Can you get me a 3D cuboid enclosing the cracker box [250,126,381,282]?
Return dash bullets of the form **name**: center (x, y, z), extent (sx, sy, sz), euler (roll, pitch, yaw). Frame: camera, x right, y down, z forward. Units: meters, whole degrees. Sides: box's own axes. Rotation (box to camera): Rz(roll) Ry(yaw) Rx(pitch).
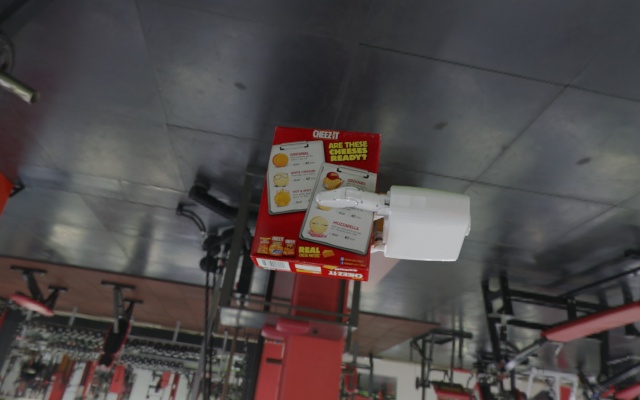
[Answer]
- **cracker box**: center (0.000, 0.002, 0.706), extent (0.164, 0.213, 0.072), euler (5, -25, 6)
